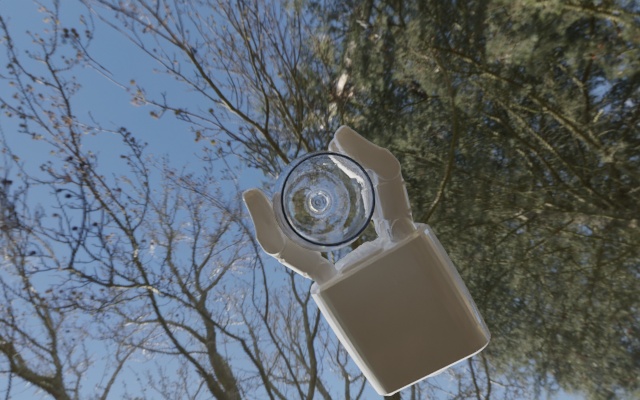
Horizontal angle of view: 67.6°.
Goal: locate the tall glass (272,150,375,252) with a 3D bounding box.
[{"bbox_3d":[0.000,0.001,0.407,0.079,0.079,0.201,0,-1,-3],"label":"tall glass"}]
